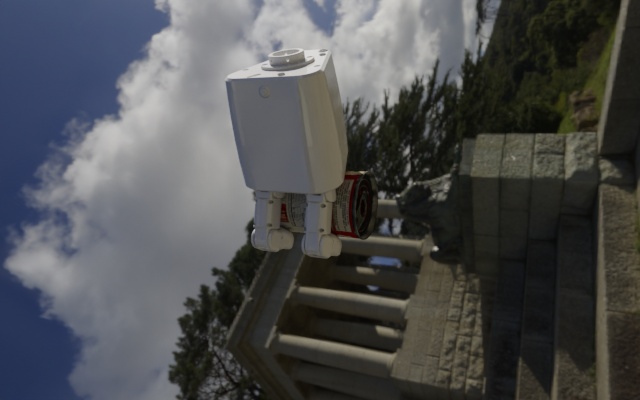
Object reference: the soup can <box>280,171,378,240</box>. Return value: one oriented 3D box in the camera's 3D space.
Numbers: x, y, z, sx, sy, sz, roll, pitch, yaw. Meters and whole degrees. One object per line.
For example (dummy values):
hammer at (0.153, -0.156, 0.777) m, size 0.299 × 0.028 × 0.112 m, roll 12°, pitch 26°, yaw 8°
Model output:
soup can at (0.000, 0.002, 0.489) m, size 0.102 × 0.068 × 0.068 m, roll 4°, pitch 2°, yaw 24°
